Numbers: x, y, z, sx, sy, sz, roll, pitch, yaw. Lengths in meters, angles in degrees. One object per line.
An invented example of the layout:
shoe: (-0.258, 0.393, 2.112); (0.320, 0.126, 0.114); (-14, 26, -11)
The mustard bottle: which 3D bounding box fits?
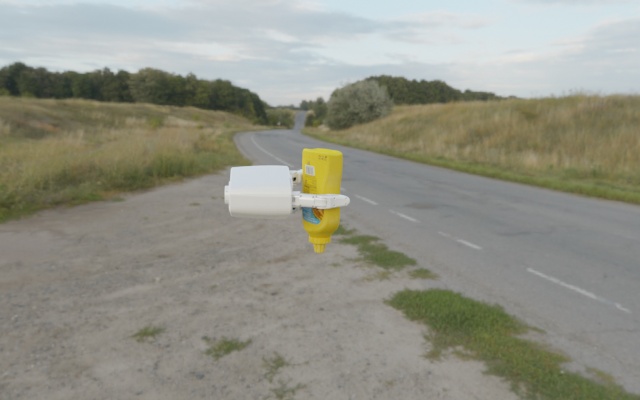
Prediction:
mustard bottle: (0.000, 0.003, 0.879); (0.058, 0.192, 0.096); (-5, 13, -32)
